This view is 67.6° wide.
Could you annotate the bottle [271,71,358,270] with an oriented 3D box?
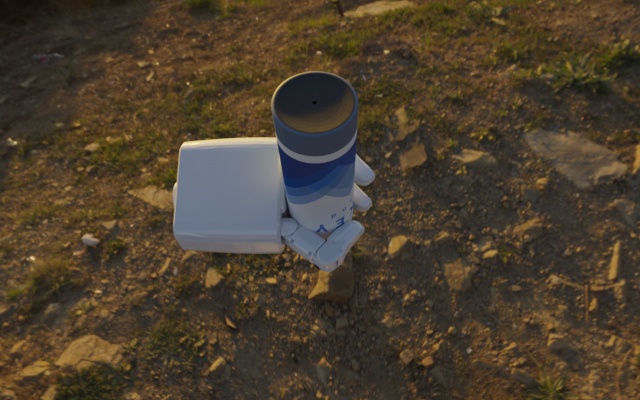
[{"bbox_3d":[0.000,0.001,0.487,0.069,0.069,0.296,0,-31,2],"label":"bottle"}]
